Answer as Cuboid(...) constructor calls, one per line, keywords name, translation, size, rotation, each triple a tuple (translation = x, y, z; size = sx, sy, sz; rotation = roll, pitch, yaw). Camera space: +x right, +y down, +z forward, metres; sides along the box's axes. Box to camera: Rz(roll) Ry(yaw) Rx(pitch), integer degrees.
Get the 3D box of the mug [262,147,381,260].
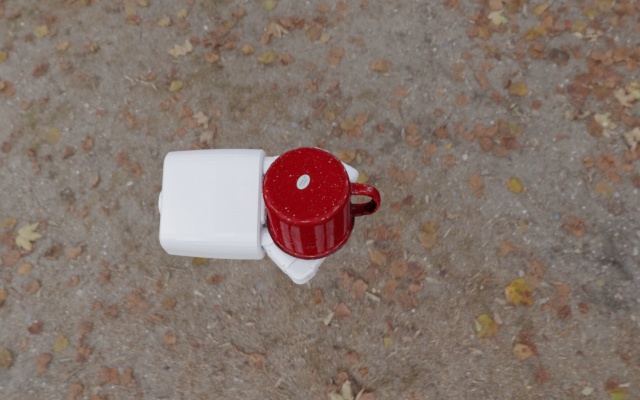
Cuboid(name="mug", translation=(0.002, 0.002, 0.464), size=(0.117, 0.093, 0.081), rotation=(0, -25, 2))
